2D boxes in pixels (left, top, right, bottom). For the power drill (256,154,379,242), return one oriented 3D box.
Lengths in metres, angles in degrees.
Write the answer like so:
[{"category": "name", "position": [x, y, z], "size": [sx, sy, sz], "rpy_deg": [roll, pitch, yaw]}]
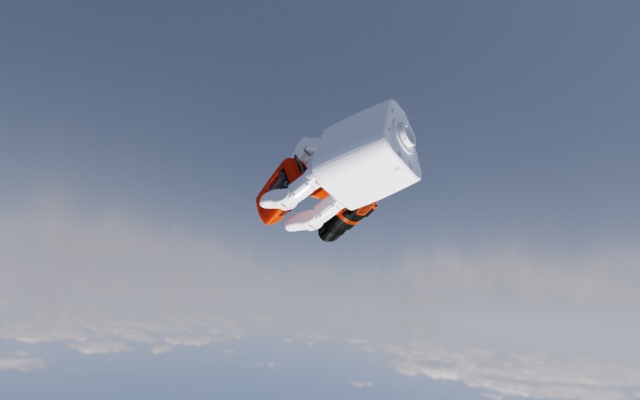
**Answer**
[{"category": "power drill", "position": [0.000, 0.002, 0.729], "size": [0.187, 0.057, 0.184], "rpy_deg": [3, -41, -40]}]
